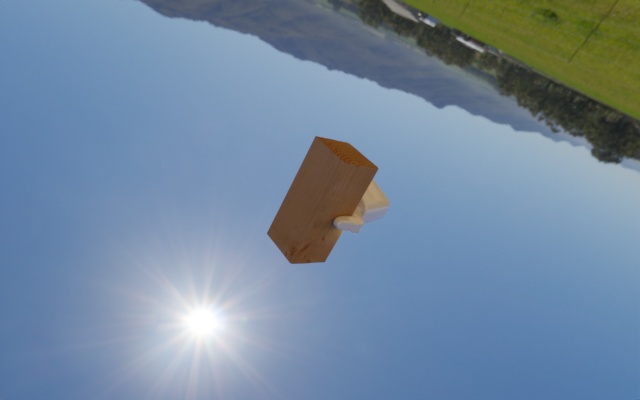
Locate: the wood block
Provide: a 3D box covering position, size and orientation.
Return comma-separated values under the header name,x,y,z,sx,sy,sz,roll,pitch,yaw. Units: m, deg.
name,x,y,z,sx,sy,sz,roll,pitch,yaw
wood block,0.001,0.003,0.840,0.090,0.206,0.090,5,31,-45
